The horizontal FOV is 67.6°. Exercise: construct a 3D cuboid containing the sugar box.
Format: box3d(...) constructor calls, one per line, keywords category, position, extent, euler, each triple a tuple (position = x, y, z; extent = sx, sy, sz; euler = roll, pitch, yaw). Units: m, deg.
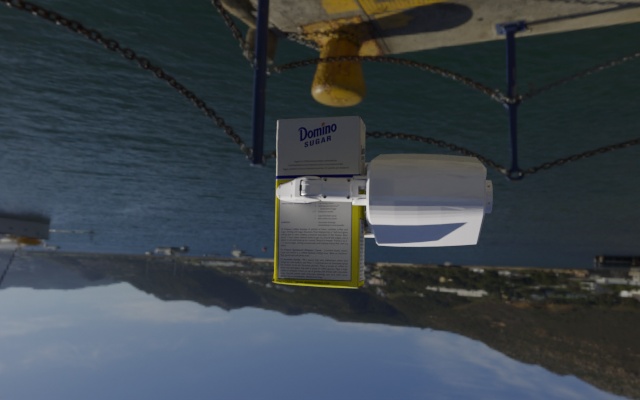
box3d(category="sugar box", position=(0.000, 0.002, 0.510), extent=(0.093, 0.176, 0.048), euler=(1, -7, 14))
